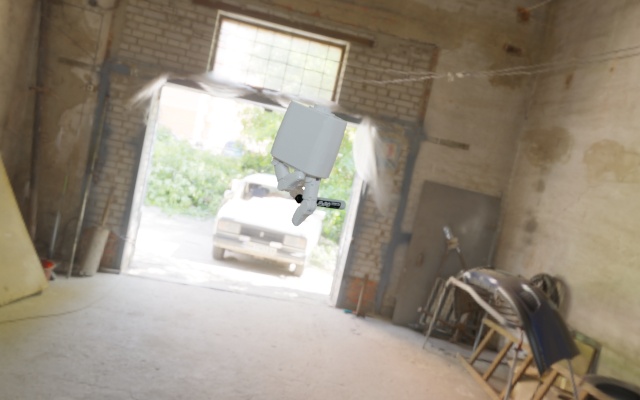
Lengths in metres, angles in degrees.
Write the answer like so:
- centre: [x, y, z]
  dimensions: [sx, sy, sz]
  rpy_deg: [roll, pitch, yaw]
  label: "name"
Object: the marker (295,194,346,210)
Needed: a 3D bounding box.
- centre: [0.000, 0.003, 0.879]
  dimensions: [0.121, 0.020, 0.020]
  rpy_deg: [8, -6, -44]
  label: "marker"
